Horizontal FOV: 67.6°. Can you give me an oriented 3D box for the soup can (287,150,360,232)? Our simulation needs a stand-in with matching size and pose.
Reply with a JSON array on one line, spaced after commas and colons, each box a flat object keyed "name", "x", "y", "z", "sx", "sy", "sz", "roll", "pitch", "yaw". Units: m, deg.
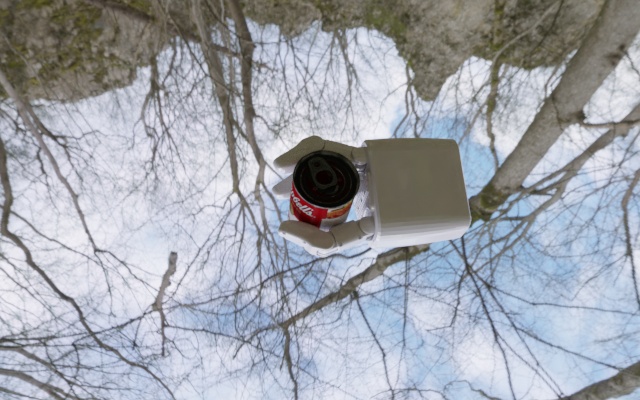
[{"name": "soup can", "x": 0.000, "y": 0.002, "z": 0.519, "sx": 0.068, "sy": 0.068, "sz": 0.102, "roll": 0, "pitch": -28, "yaw": -8}]
